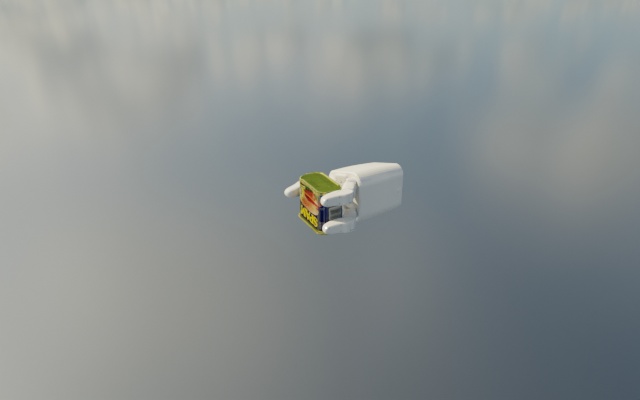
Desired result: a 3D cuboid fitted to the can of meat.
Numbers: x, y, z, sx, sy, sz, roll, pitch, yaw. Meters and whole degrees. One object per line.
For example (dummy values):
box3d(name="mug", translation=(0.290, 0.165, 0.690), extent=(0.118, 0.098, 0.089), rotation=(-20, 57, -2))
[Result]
box3d(name="can of meat", translation=(0.000, 0.003, 0.885), extent=(0.057, 0.084, 0.102), rotation=(-14, 29, -25))
